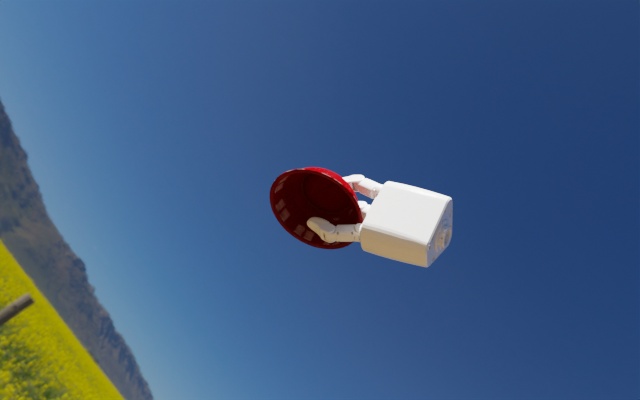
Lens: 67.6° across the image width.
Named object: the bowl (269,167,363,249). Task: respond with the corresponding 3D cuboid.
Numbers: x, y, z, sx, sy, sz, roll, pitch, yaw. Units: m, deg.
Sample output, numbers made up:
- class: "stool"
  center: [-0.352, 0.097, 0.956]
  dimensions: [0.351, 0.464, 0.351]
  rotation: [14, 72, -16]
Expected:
- class: "bowl"
  center: [-0.001, 0.002, 0.782]
  dimensions: [0.162, 0.162, 0.055]
  rotation: [0, 37, 27]
